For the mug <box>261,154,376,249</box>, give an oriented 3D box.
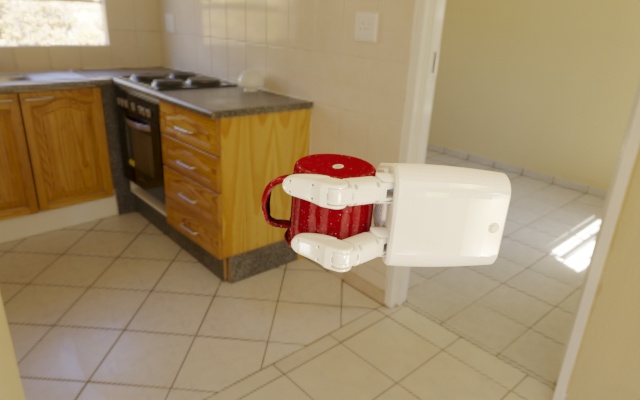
[{"bbox_3d":[-0.001,0.001,0.476,0.117,0.081,0.093,3,22,-4],"label":"mug"}]
